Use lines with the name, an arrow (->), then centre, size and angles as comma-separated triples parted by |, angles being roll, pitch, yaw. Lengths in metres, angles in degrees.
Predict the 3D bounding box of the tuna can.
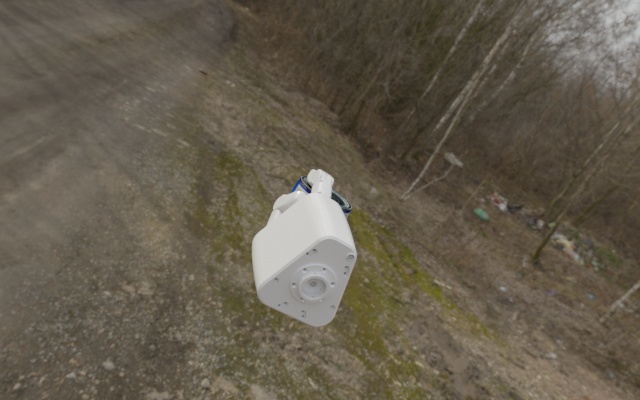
tuna can -> 0.000, 0.002, 0.662 | 0.086, 0.034, 0.086 | 30, 14, -8
